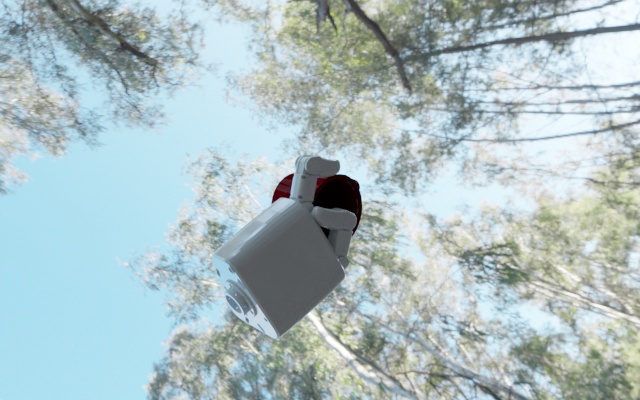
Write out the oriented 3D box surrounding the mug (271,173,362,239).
[{"bbox_3d":[0.001,0.001,0.609,0.081,0.093,0.117,12,41,45],"label":"mug"}]
